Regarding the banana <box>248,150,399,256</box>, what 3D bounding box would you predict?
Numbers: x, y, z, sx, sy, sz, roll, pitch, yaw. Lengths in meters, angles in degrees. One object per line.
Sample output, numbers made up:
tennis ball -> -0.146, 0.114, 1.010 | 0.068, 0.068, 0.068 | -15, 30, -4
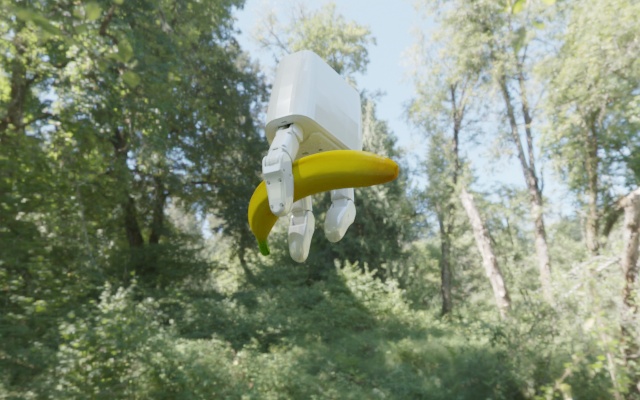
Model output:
banana -> -0.015, -0.009, 0.479 | 0.198, 0.070, 0.037 | -32, 23, 37
